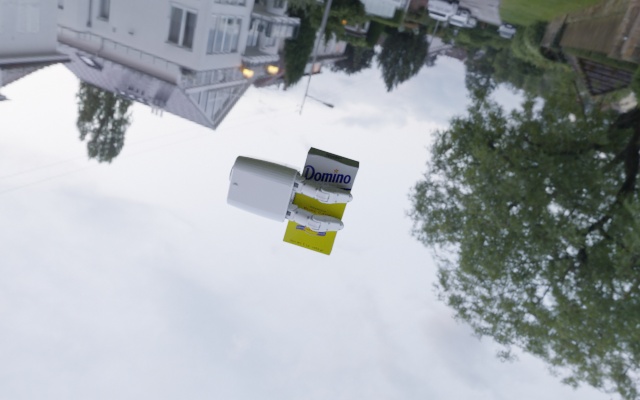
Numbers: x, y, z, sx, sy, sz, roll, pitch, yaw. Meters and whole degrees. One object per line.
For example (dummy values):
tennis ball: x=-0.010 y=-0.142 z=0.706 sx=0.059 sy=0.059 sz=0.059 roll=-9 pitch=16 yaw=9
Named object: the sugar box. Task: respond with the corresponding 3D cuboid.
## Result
sugar box: x=0.000 y=0.003 z=0.845 sx=0.093 sy=0.176 sz=0.048 roll=16 pitch=24 yaw=0
